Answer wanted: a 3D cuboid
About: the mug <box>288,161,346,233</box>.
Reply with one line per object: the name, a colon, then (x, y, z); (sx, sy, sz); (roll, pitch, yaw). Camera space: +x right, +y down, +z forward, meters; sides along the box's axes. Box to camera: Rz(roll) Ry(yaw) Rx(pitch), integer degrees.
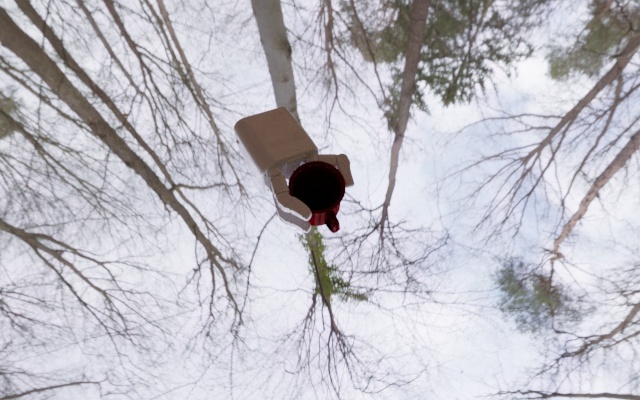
mug: (0.001, 0.004, 0.798); (0.093, 0.117, 0.081); (-29, -19, -11)
